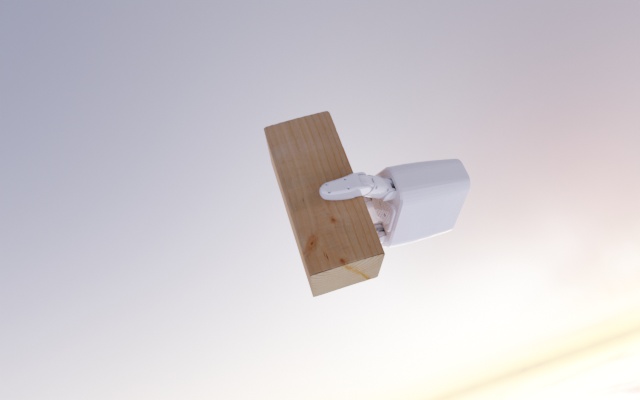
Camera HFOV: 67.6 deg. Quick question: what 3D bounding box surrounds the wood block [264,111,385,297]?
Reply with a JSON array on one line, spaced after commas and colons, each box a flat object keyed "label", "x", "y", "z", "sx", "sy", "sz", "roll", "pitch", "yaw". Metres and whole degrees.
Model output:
[{"label": "wood block", "x": 0.001, "y": 0.002, "z": 0.605, "sx": 0.090, "sy": 0.206, "sz": 0.091, "roll": -16, "pitch": -26, "yaw": -7}]
